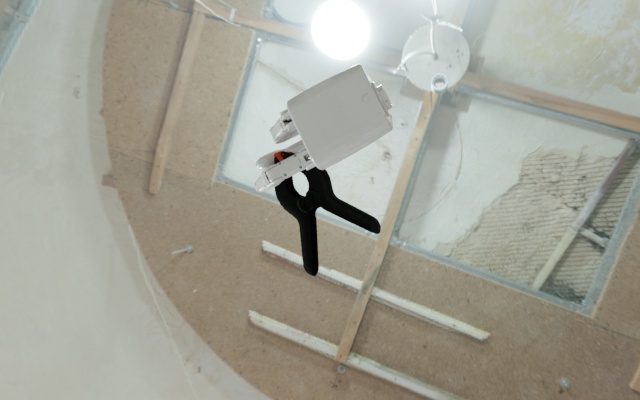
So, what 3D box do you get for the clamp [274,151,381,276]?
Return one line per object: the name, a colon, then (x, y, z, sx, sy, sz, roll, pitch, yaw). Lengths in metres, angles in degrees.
clamp: (0.000, 0.002, 0.632, 0.120, 0.171, 0.039, -26, -4, 15)
